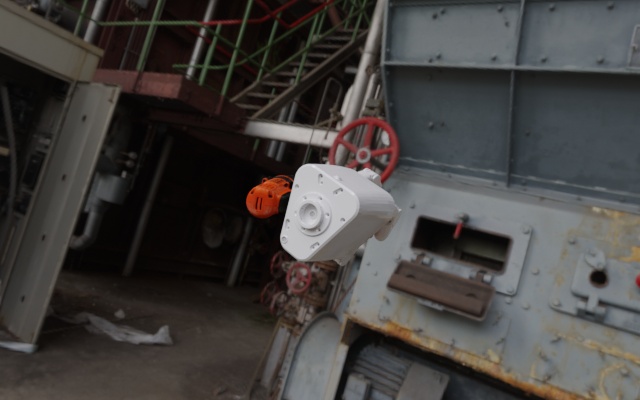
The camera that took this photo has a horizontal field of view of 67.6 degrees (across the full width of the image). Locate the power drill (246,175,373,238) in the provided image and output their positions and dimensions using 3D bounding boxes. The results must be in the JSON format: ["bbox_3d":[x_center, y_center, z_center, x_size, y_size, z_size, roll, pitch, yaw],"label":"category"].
[{"bbox_3d":[0.000,0.002,0.729,0.187,0.057,0.184,9,14,12],"label":"power drill"}]
